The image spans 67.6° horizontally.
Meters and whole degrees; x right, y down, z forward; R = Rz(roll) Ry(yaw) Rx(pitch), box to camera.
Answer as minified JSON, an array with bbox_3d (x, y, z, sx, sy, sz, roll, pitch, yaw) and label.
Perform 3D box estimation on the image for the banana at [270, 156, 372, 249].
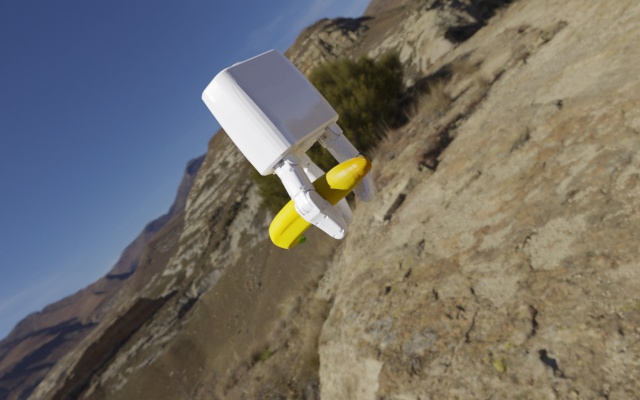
[{"bbox_3d":[-0.014,0.011,0.538,0.069,0.037,0.198,-31,-10,-36],"label":"banana"}]
